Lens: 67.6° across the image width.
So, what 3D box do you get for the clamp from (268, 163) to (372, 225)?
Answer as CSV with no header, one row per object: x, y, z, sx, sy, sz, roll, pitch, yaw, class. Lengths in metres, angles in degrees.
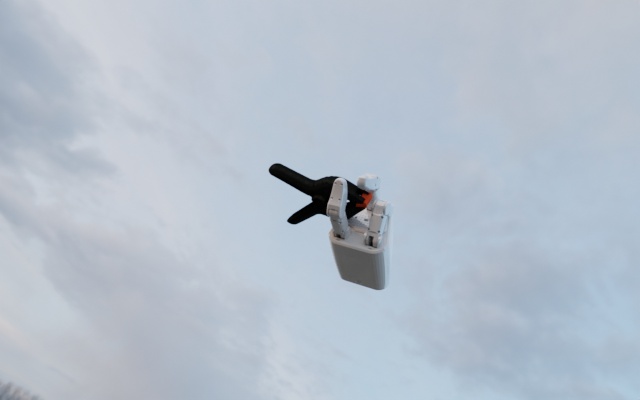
0.001,0.002,0.772,0.171,0.120,0.039,13,49,25,clamp
